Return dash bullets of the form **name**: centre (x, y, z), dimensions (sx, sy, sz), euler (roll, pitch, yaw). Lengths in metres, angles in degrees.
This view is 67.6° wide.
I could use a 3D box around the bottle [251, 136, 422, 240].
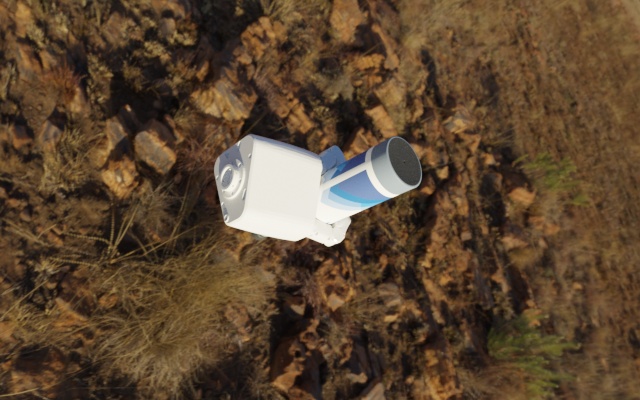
- **bottle**: centre (0.000, 0.002, 0.661), dimensions (0.069, 0.069, 0.296), euler (0, -19, -46)
